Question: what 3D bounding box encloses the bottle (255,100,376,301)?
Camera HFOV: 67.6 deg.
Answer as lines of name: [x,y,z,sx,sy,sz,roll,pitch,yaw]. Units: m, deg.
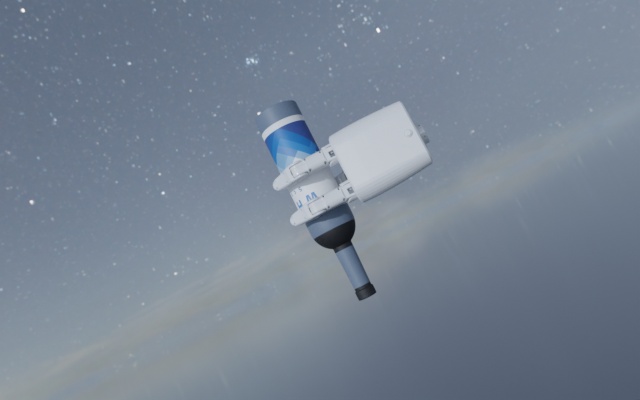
bottle: [0.000,0.002,0.677,0.069,0.295,0.069,-26,-7,-3]
